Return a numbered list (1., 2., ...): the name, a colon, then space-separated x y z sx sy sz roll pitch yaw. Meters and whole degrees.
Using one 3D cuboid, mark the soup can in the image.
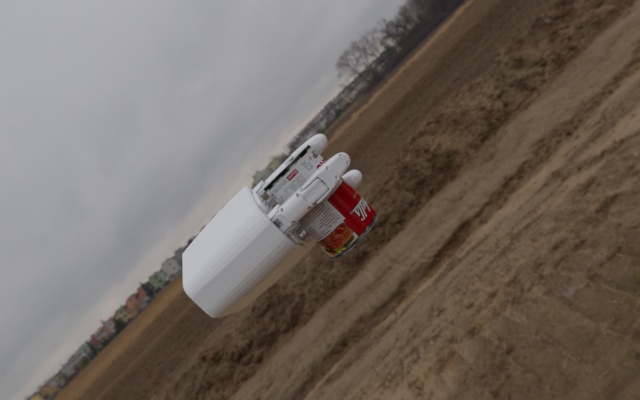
1. soup can: 0.000 0.001 0.491 0.068 0.102 0.068 -44 6 6
